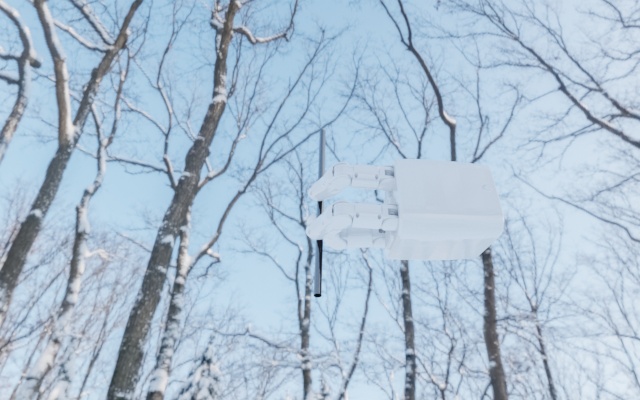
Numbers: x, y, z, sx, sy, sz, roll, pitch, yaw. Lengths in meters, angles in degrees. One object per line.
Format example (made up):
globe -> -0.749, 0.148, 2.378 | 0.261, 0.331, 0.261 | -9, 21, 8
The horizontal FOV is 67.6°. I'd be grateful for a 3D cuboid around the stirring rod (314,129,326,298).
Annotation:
stirring rod -> 0.000, 0.002, 0.547 | 0.011, 0.239, 0.011 | 1, -40, 1
